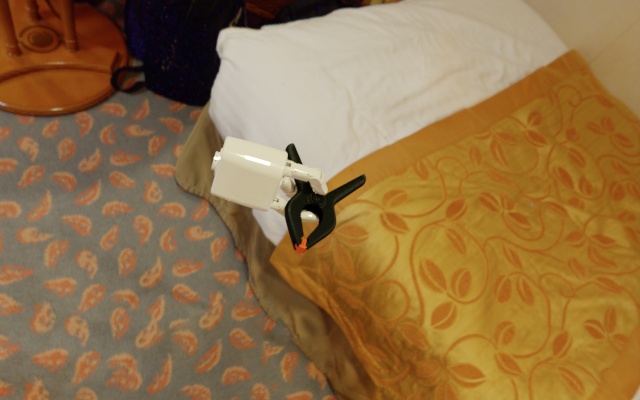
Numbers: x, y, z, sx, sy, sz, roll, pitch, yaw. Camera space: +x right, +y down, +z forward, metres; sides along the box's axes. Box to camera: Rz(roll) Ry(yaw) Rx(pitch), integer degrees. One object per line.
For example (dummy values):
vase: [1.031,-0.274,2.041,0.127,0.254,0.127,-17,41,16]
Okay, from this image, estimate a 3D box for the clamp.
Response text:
clamp: [0.000,0.003,0.861,0.164,0.209,0.036,16,-33,-12]
